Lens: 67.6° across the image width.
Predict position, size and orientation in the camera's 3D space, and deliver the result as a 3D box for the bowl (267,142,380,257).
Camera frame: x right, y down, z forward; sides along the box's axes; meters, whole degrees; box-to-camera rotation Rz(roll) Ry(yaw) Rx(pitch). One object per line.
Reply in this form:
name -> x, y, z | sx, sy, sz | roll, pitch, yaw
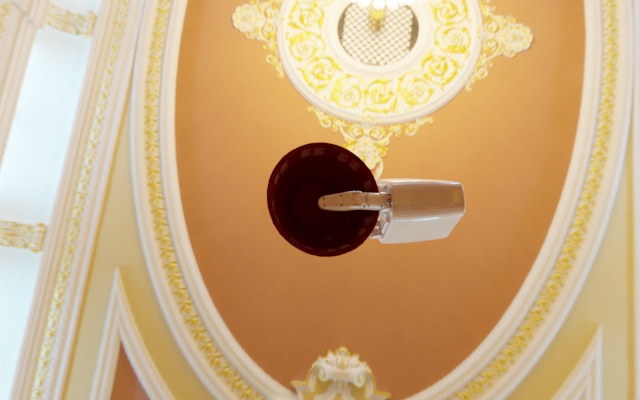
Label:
bowl -> -0.001, 0.002, 0.678 | 0.162, 0.162, 0.055 | 0, -12, -15
